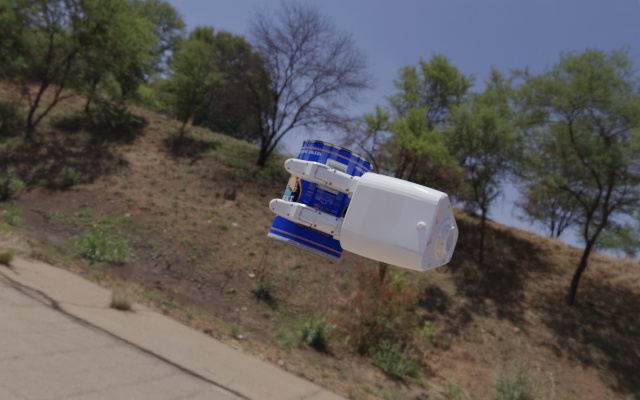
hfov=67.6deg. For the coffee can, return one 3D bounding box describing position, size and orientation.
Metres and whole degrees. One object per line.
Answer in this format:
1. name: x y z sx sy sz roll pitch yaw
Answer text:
1. coffee can: 0.000 0.002 0.647 0.103 0.140 0.103 20 -7 2
